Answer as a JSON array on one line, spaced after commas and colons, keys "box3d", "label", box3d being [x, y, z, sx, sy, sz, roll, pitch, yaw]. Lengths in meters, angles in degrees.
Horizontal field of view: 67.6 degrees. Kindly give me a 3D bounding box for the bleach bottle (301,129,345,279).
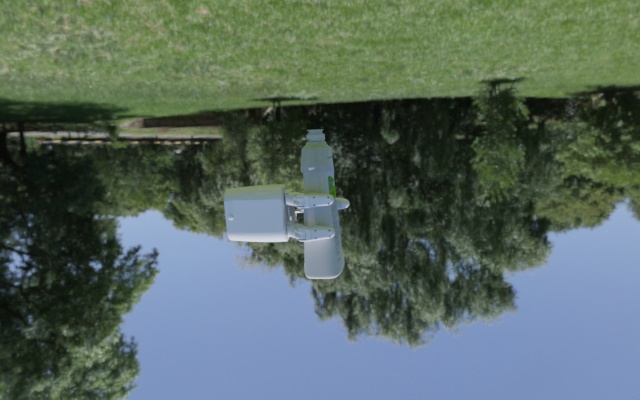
[{"box3d": [0.000, 0.003, 0.832, 0.068, 0.251, 0.102, -2, 10, 9], "label": "bleach bottle"}]
